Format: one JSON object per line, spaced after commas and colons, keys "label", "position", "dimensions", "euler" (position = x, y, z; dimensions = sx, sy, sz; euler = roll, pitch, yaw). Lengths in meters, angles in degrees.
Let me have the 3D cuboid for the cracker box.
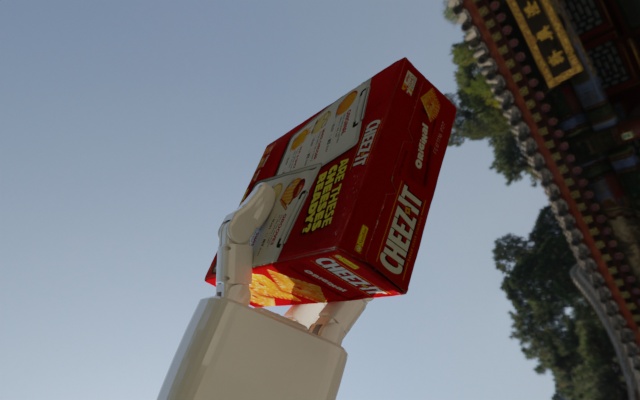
{"label": "cracker box", "position": [0.000, 0.001, 0.406], "dimensions": [0.072, 0.164, 0.214], "euler": [34, -29, -24]}
